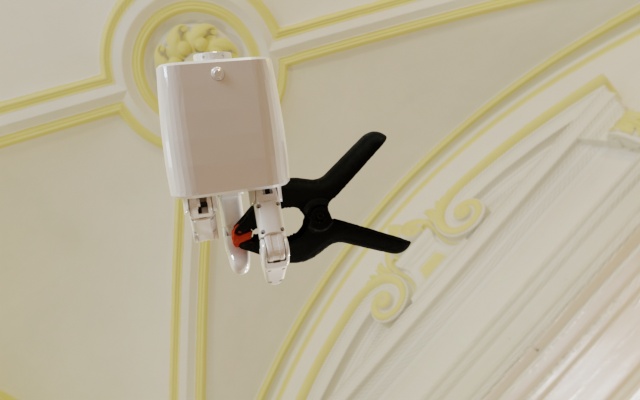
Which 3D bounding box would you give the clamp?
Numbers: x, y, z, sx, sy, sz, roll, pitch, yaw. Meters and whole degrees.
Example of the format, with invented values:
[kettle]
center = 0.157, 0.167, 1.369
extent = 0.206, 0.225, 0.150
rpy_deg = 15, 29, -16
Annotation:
[clamp]
center = 0.000, 0.002, 0.448
extent = 0.171, 0.120, 0.039
rpy_deg = -8, 1, -15
